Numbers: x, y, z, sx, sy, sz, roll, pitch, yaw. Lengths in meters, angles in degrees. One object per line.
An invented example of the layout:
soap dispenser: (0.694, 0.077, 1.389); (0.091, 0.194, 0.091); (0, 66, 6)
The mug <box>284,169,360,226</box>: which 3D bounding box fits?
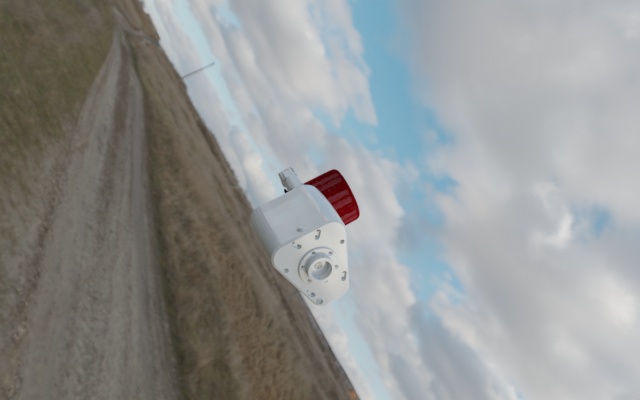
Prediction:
mug: (0.000, 0.002, 0.699); (0.081, 0.093, 0.117); (-27, 29, -7)
